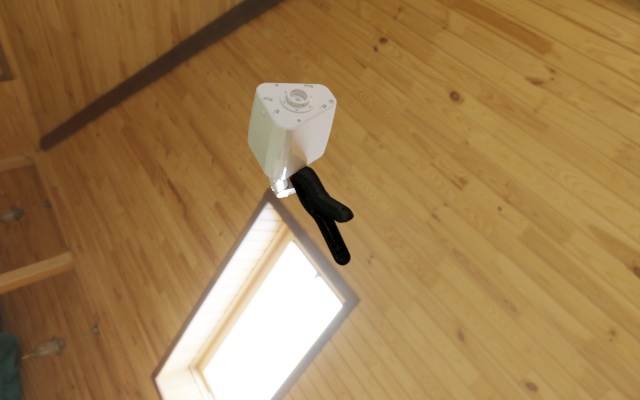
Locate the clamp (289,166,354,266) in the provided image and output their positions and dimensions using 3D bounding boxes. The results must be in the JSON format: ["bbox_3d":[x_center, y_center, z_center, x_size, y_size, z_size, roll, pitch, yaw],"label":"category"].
[{"bbox_3d":[0.001,0.002,0.695,0.039,0.171,0.120,-23,-27,-24],"label":"clamp"}]
